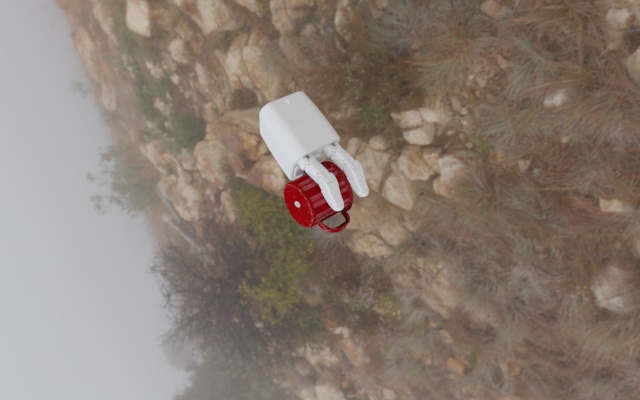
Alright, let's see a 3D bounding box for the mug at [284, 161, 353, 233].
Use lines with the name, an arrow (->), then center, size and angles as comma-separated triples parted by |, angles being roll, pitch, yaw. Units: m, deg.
mug -> 0.001, 0.004, 0.782 | 0.081, 0.117, 0.093 | -28, -13, -29
